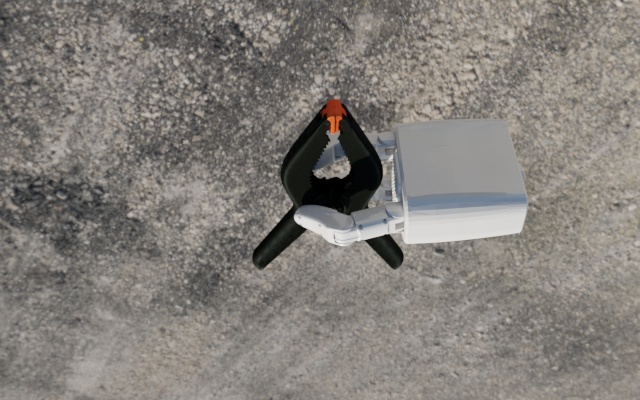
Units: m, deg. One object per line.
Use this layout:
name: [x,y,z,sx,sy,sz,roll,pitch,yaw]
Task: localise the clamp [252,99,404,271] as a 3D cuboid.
clamp: [0.000,0.002,0.466,0.164,0.210,0.036,-6,42,2]
